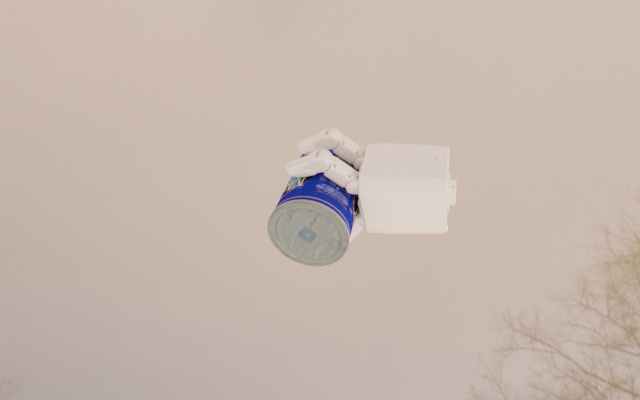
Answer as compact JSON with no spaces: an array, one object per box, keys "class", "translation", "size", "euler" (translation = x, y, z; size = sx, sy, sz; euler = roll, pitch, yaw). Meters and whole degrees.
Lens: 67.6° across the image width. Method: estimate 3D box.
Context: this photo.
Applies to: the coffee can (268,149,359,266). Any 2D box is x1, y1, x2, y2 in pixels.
[{"class":"coffee can","translation":[0.000,0.002,0.633],"size":[0.103,0.103,0.140],"euler":[0,37,17]}]
